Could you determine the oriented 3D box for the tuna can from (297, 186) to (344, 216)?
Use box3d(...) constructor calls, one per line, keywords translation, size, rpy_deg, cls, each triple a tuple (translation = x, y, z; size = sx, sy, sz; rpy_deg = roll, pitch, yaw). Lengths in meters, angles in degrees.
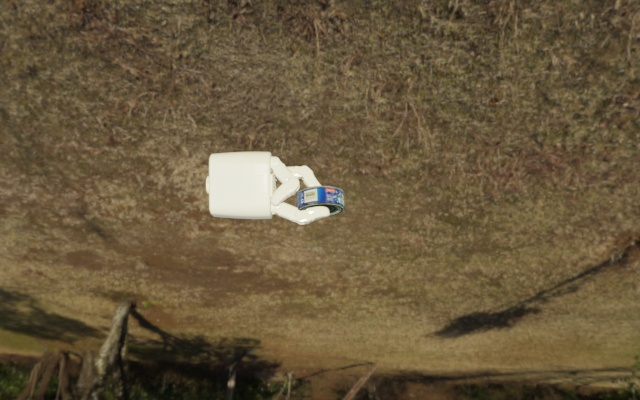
box3d(translation=(0.000, 0.003, 0.864), size=(0.086, 0.033, 0.086), rpy_deg=(-3, -18, -1), cls="tuna can")
